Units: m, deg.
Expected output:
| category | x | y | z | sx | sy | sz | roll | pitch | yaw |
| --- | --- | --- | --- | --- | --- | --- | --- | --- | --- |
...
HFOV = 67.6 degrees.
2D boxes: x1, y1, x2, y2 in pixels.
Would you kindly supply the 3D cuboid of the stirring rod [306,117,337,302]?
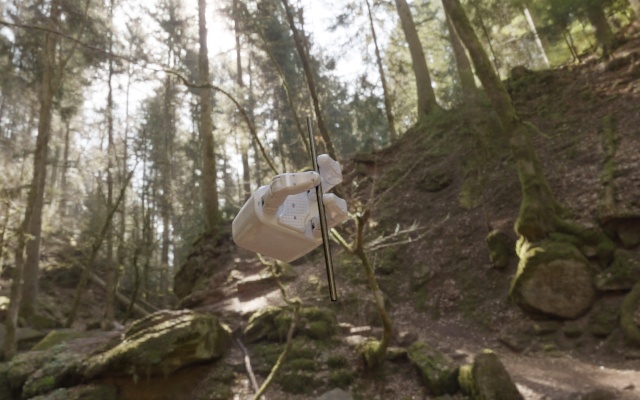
| category | x | y | z | sx | sy | sz | roll | pitch | yaw |
| --- | --- | --- | --- | --- | --- | --- | --- | --- | --- |
| stirring rod | 0.000 | 0.002 | 0.577 | 0.011 | 0.239 | 0.011 | -7 | -23 | -3 |
